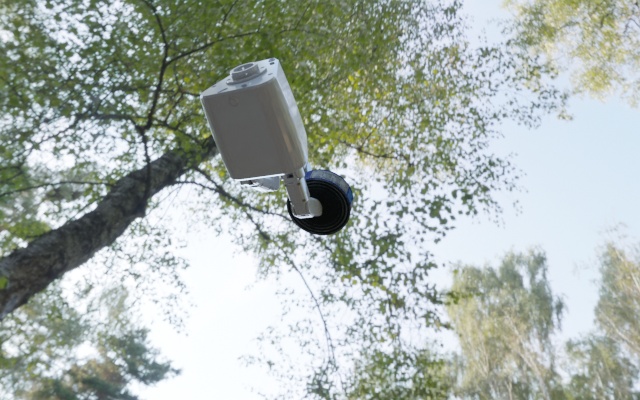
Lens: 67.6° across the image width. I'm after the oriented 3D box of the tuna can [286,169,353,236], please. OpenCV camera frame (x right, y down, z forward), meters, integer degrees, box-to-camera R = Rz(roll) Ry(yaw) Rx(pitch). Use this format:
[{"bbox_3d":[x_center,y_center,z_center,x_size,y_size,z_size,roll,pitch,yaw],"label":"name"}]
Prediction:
[{"bbox_3d":[0.000,0.002,0.635,0.086,0.086,0.033,0,30,14],"label":"tuna can"}]
